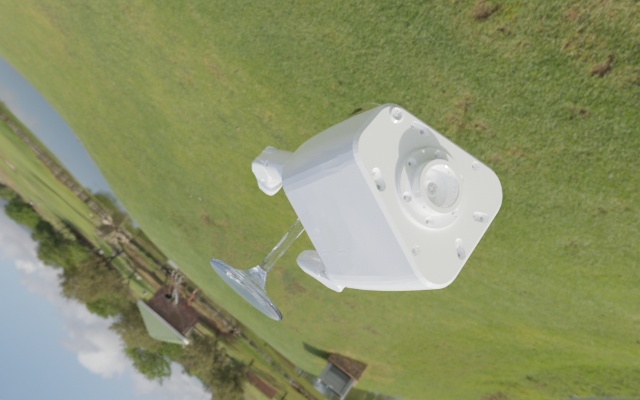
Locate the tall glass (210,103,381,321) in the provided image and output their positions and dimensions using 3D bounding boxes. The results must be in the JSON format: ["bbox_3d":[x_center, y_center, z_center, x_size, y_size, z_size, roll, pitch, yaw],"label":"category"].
[{"bbox_3d":[0.000,0.002,0.416,0.079,0.201,0.079,33,-23,17],"label":"tall glass"}]
